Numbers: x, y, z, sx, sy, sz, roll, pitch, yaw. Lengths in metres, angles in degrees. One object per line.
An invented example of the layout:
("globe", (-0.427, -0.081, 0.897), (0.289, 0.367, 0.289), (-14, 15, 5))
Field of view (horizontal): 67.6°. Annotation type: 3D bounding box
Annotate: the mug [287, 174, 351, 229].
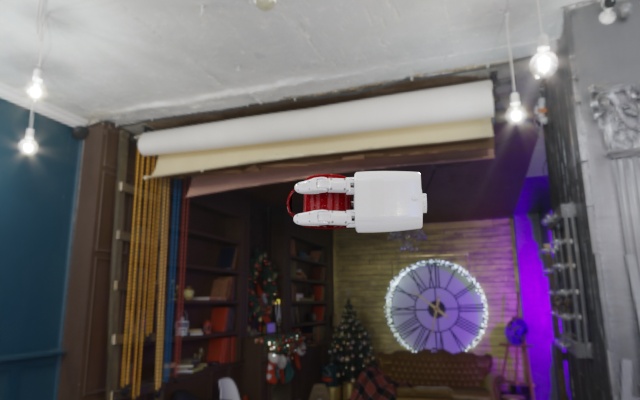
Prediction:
("mug", (-0.001, 0.003, 0.830), (0.117, 0.081, 0.093), (-1, -12, 8))
